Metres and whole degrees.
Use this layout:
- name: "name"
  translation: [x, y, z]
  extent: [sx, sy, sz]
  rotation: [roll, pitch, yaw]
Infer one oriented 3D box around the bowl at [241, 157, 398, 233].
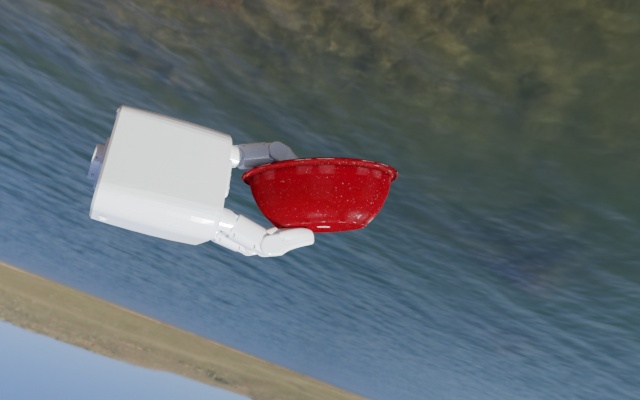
- name: "bowl"
  translation: [0.001, 0.002, 0.495]
  extent: [0.162, 0.055, 0.162]
  rotation: [-2, -10, 0]
